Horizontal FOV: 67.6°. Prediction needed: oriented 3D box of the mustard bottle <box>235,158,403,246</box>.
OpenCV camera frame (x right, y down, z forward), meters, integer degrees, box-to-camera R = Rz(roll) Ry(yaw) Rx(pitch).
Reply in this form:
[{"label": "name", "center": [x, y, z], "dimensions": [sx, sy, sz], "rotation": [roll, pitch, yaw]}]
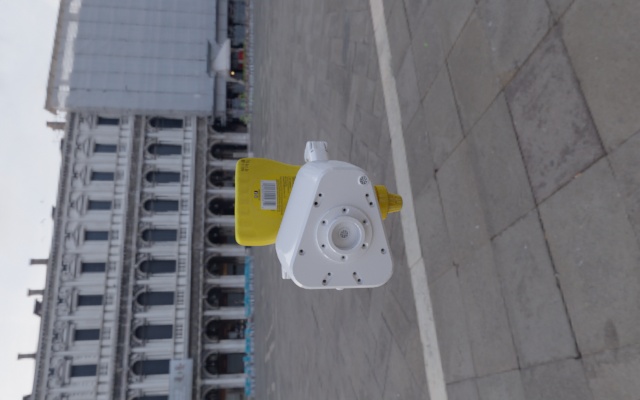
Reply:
[{"label": "mustard bottle", "center": [0.000, 0.002, 0.545], "dimensions": [0.191, 0.096, 0.058], "rotation": [0, -19, -10]}]
